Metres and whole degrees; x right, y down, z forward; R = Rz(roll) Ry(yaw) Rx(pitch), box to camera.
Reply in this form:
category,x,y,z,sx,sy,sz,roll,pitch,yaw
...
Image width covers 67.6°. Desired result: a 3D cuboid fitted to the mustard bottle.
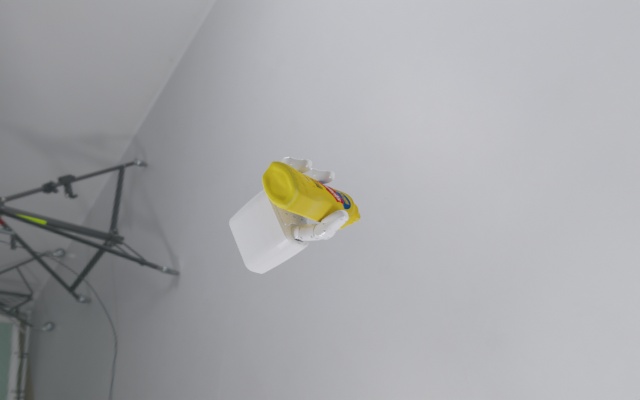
category,x,y,z,sx,sy,sz,roll,pitch,yaw
mustard bottle,0.000,0.002,0.769,0.192,0.058,0.096,24,16,-44
